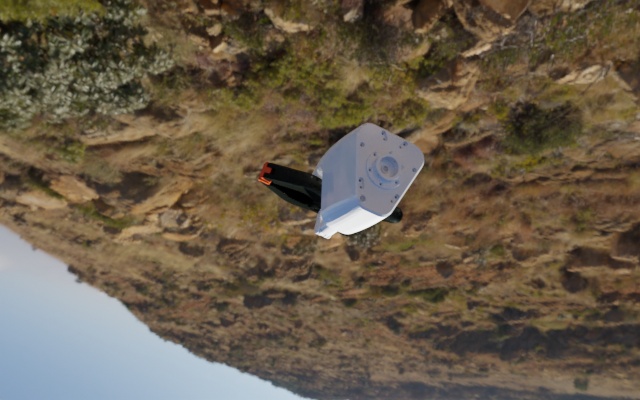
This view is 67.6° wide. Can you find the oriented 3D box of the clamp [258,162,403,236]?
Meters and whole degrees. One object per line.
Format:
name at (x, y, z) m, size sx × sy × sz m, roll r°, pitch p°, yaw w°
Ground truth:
clamp at (-0.001, 0.003, 0.738) m, size 0.210 × 0.036 × 0.164 m, roll 23°, pitch -22°, yaw -14°
